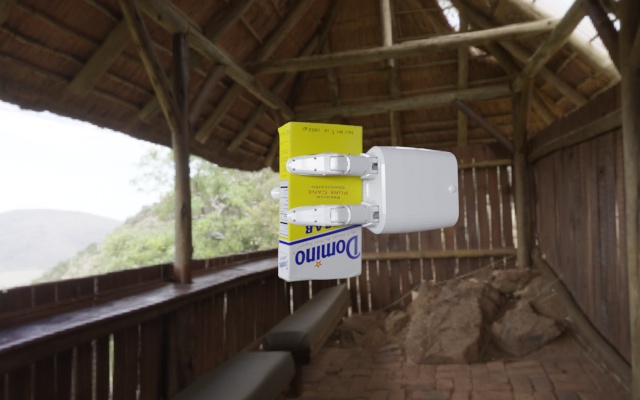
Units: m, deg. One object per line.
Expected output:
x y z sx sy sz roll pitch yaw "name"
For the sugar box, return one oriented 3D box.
0.000 0.002 0.553 0.093 0.176 0.048 -1 -1 -22 "sugar box"
